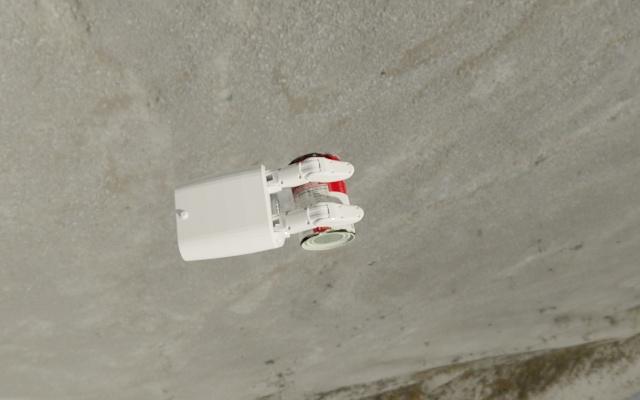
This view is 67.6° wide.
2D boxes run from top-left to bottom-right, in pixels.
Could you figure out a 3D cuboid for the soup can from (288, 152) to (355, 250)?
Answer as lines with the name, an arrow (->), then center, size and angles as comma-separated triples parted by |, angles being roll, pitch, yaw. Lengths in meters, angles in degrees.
soup can -> 0.001, 0.002, 0.577 | 0.068, 0.102, 0.068 | -9, -21, -4
